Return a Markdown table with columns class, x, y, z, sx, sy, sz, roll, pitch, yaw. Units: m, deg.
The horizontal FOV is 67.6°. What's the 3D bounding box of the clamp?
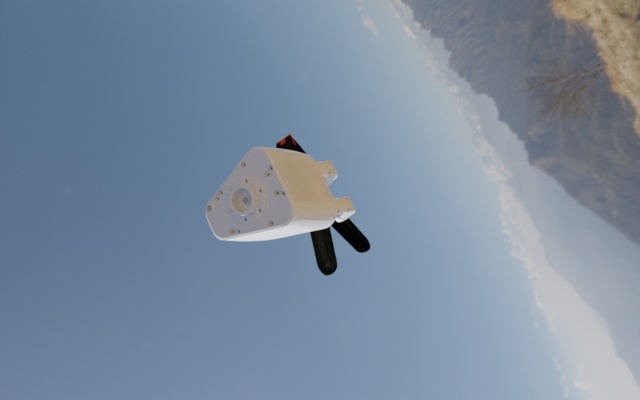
| class | x | y | z | sx | sy | sz | roll | pitch | yaw |
| --- | --- | --- | --- | --- | --- | --- | --- | --- | --- |
| clamp | -0.001 | 0.002 | 0.689 | 0.036 | 0.210 | 0.164 | -31 | -14 | 21 |
